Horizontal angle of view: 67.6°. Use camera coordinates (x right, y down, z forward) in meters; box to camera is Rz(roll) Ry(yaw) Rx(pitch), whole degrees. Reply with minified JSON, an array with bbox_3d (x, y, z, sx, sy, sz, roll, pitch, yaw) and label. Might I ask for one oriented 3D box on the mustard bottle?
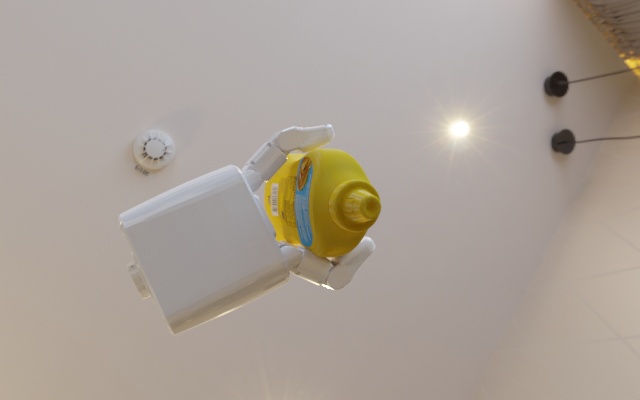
[{"bbox_3d":[0.000,0.001,0.437,0.058,0.096,0.191,1,2,-22],"label":"mustard bottle"}]
